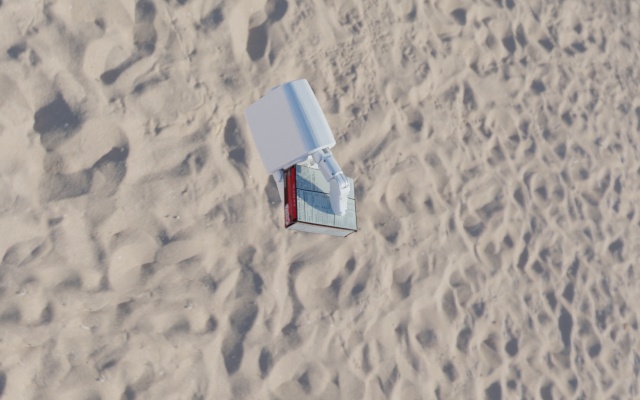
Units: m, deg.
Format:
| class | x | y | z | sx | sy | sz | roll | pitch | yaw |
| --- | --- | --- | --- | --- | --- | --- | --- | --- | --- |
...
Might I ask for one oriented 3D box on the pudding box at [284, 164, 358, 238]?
| class | x | y | z | sx | sy | sz | roll | pitch | yaw |
| --- | --- | --- | --- | --- | --- | --- | --- | --- | --- |
| pudding box | 0.000 | 0.002 | 0.709 | 0.113 | 0.090 | 0.039 | 10 | -23 | -32 |
